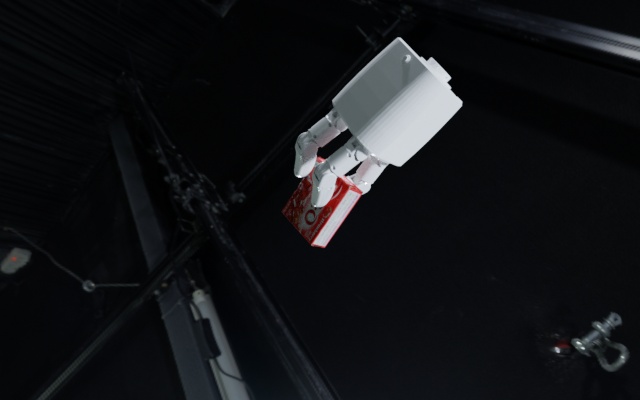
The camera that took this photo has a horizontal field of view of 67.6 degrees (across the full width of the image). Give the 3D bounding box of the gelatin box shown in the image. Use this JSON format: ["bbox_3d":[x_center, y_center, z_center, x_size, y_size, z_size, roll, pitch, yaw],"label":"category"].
[{"bbox_3d":[0.000,0.002,0.597,0.030,0.089,0.073,18,20,-48],"label":"gelatin box"}]
